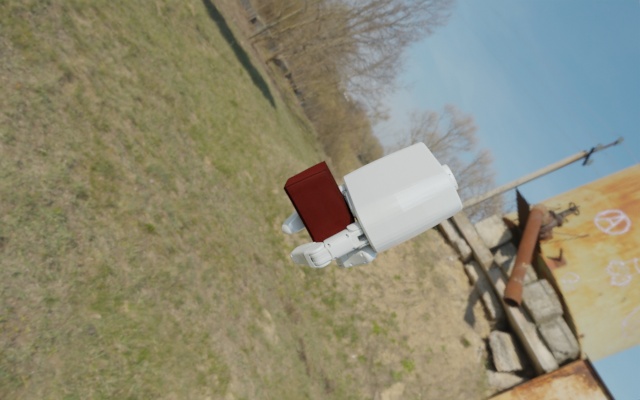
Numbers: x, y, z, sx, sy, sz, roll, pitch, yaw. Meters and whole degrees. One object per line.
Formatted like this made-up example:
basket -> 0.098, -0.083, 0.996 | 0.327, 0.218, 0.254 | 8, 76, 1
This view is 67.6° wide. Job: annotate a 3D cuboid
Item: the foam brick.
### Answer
foam brick -> 0.000, 0.002, 0.547 | 0.051, 0.078, 0.053 | -27, 14, 8
